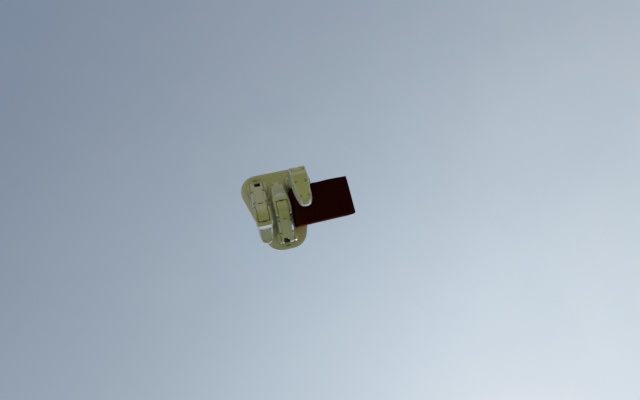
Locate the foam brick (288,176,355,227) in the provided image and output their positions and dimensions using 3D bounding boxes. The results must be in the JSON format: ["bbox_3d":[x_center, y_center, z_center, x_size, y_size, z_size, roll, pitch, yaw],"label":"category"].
[{"bbox_3d":[0.000,0.002,0.647,0.078,0.053,0.051,-12,-4,-9],"label":"foam brick"}]
